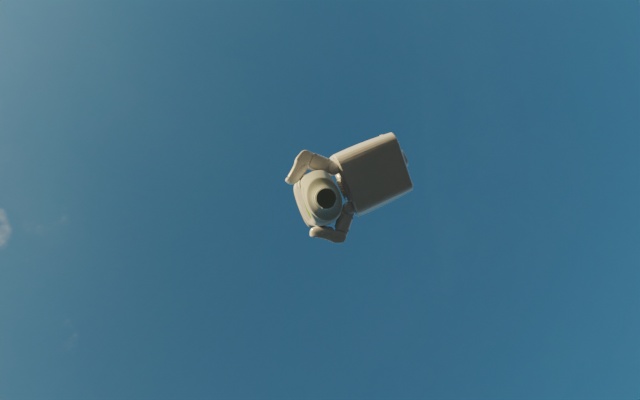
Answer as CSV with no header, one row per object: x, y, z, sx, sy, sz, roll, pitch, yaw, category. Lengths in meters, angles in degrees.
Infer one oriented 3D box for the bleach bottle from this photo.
0.000,0.002,0.780,0.068,0.102,0.251,-23,3,-4,bleach bottle
